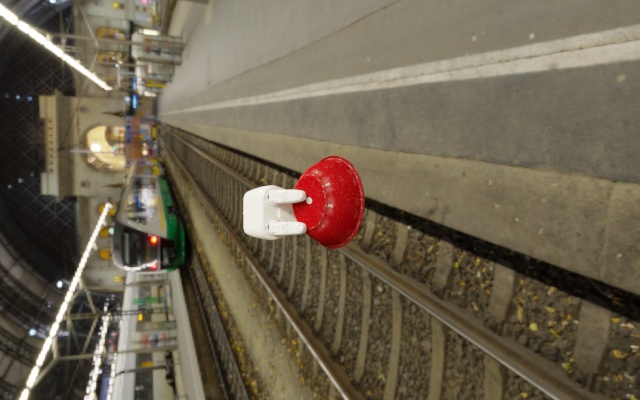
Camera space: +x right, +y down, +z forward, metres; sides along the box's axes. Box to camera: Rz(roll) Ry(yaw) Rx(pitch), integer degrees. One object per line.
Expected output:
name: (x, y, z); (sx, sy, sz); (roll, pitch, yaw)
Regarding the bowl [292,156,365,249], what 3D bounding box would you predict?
bowl: (0.001, 0.002, 0.809); (0.055, 0.162, 0.162); (1, -1, -40)
